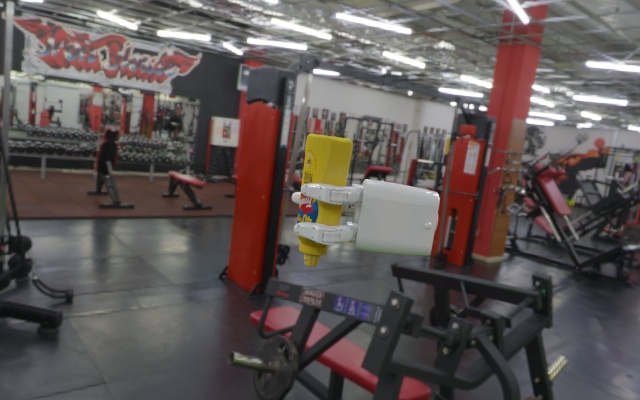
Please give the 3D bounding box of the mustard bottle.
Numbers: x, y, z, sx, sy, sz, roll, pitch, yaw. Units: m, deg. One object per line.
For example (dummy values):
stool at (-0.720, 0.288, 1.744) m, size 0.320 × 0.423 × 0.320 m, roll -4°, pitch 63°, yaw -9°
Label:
mustard bottle at (0.000, 0.002, 0.693) m, size 0.058 × 0.191 × 0.096 m, roll 4°, pitch 9°, yaw -24°
